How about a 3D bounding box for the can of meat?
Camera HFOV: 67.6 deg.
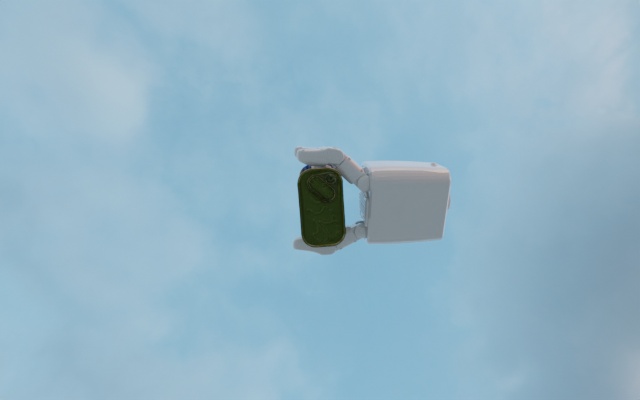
[{"bbox_3d":[0.000,0.002,0.640,0.057,0.102,0.084,-5,11,-1],"label":"can of meat"}]
